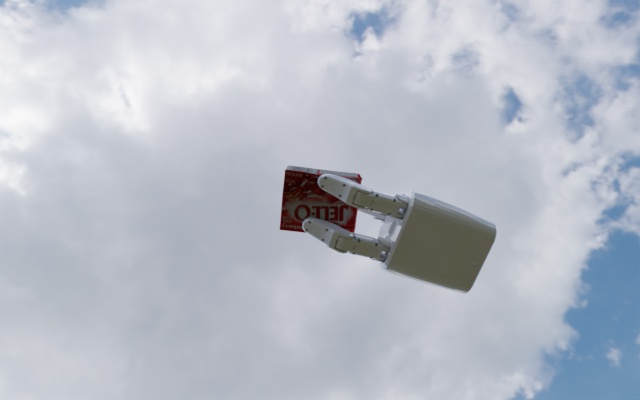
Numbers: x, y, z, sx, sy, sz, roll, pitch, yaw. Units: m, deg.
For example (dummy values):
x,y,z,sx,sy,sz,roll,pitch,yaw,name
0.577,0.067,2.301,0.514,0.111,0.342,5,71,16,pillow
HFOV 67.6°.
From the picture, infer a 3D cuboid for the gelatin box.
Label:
x,y,z,sx,sy,sz,roll,pitch,yaw,name
0.000,0.002,0.557,0.089,0.073,0.030,7,16,3,gelatin box
